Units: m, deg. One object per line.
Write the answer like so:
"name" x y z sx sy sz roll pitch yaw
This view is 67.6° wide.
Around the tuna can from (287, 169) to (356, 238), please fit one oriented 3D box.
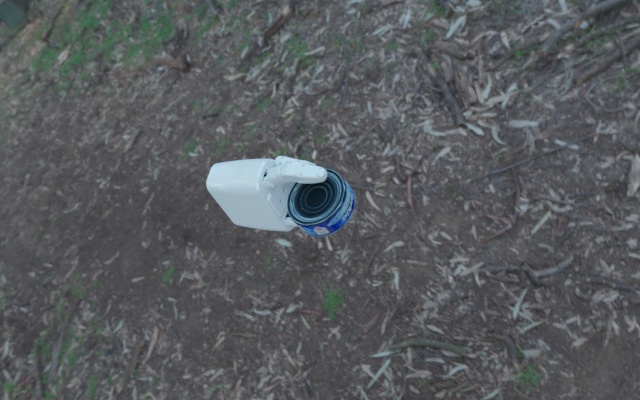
"tuna can" 0.000 0.002 0.616 0.086 0.086 0.034 0 -28 30
